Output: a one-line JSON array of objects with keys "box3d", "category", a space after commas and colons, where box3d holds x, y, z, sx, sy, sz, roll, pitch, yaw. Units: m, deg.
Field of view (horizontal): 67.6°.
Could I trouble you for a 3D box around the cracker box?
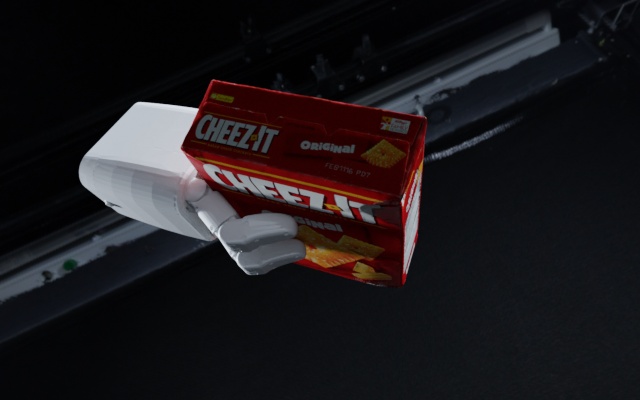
[{"box3d": [0.000, 0.001, 0.416, 0.164, 0.072, 0.214, 13, -22, 15], "category": "cracker box"}]
